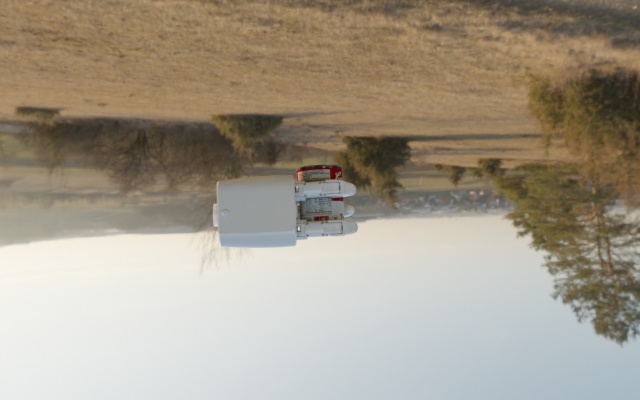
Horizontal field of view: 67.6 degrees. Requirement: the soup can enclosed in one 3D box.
[{"bbox_3d":[0.001,0.003,0.699,0.068,0.102,0.068,-3,-4,0],"label":"soup can"}]
